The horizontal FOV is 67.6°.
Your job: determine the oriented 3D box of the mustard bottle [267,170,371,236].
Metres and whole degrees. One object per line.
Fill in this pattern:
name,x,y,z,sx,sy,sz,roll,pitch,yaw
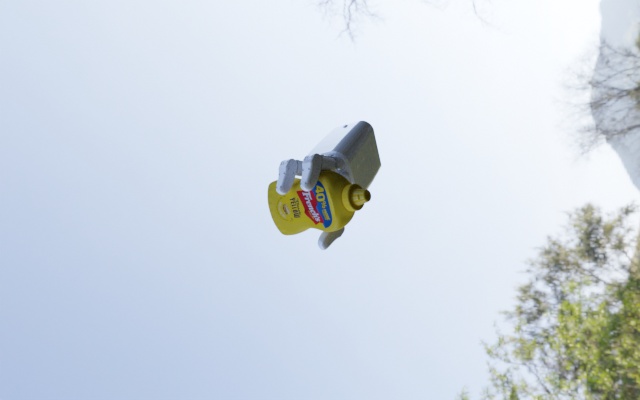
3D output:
mustard bottle,0.000,0.003,0.755,0.191,0.096,0.058,-8,8,43
